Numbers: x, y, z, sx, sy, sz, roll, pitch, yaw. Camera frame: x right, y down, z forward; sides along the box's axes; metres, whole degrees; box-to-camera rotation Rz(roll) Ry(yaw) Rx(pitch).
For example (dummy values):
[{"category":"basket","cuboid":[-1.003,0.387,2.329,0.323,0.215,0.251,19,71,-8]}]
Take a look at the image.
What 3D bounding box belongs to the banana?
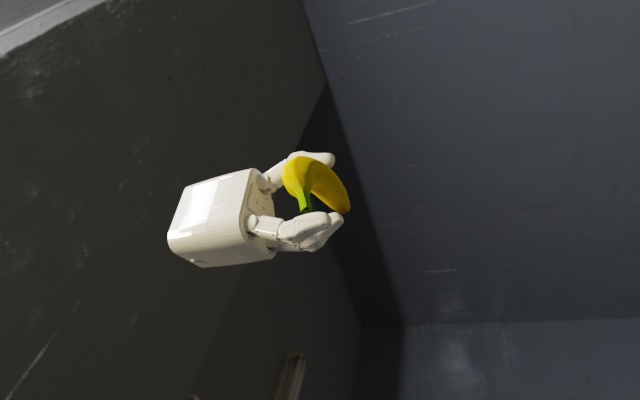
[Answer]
[{"category":"banana","cuboid":[-0.005,-0.016,0.556,0.037,0.069,0.198,-16,-5,16]}]
